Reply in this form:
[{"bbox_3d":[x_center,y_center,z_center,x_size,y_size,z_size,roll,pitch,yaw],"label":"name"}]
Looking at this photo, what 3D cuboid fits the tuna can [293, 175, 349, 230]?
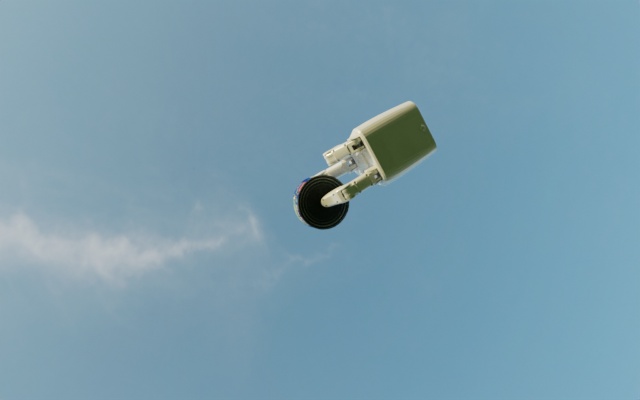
[{"bbox_3d":[0.000,0.002,0.758,0.086,0.086,0.034,0,1,-20],"label":"tuna can"}]
